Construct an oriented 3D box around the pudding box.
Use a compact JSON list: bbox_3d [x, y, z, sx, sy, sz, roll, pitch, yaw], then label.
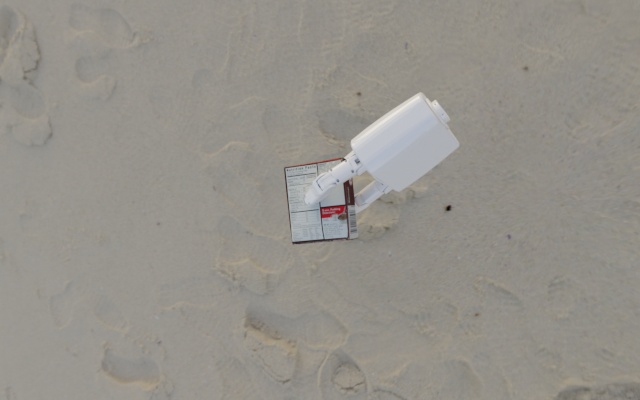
[{"bbox_3d":[0.000,0.002,0.667,0.090,0.113,0.039,-6,-4,23],"label":"pudding box"}]
